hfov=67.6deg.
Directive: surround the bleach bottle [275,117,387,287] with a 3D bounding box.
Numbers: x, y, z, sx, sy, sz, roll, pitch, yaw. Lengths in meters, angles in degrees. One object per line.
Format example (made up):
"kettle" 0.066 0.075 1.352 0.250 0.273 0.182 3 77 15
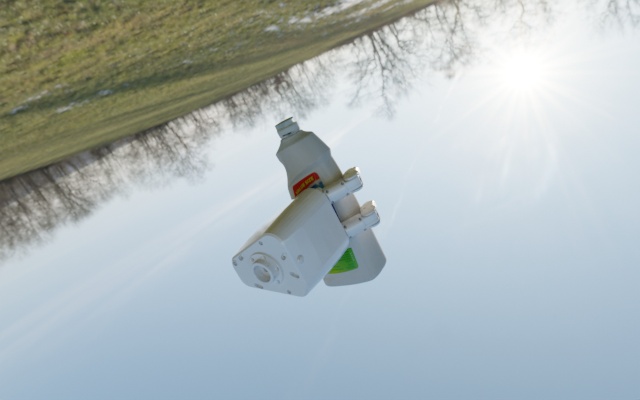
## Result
"bleach bottle" 0.000 0.002 0.680 0.102 0.251 0.068 -15 21 38
